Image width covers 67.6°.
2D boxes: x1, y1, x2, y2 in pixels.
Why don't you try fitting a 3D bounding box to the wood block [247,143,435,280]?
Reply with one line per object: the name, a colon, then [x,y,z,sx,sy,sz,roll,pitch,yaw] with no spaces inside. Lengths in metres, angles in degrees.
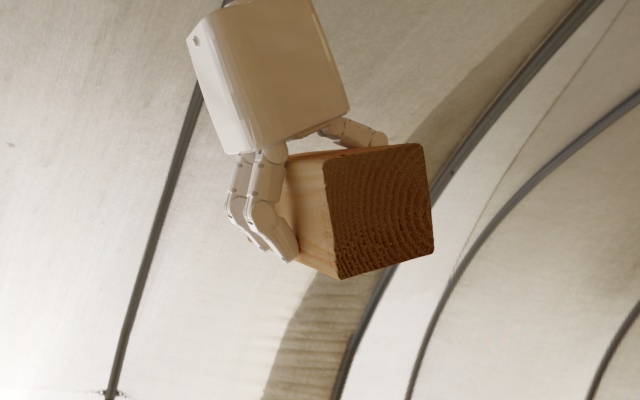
wood block: [0.000,0.001,0.443,0.091,0.090,0.206,-12,9,-25]
